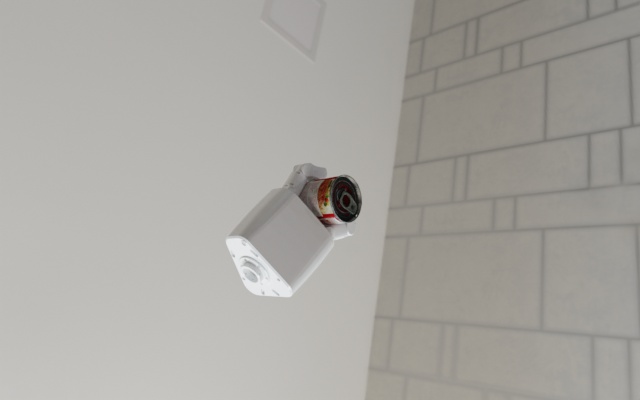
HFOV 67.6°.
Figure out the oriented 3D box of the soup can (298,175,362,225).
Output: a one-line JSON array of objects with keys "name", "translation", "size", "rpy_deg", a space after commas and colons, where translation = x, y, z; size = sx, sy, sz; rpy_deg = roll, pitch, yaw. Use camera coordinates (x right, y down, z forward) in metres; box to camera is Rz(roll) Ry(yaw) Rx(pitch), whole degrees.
[{"name": "soup can", "translation": [0.000, 0.002, 0.698], "size": [0.102, 0.068, 0.068], "rpy_deg": [-7, -5, 43]}]
